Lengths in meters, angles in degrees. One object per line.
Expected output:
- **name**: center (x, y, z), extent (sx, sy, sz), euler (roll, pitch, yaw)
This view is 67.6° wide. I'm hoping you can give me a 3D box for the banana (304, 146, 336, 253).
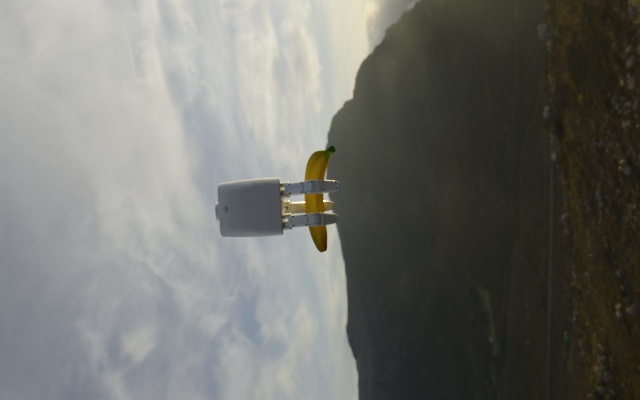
- **banana**: center (-0.006, -0.006, 0.860), extent (0.037, 0.198, 0.069), euler (-5, 20, -20)
